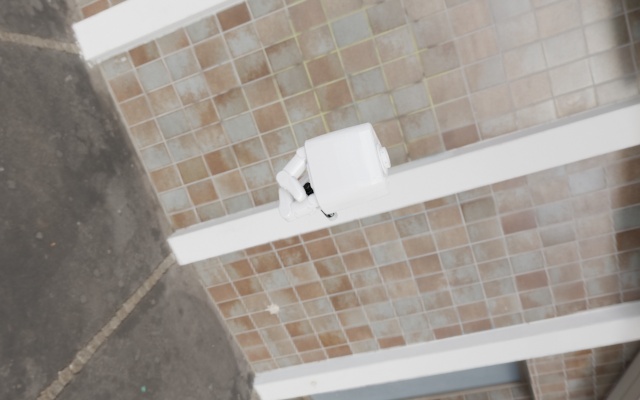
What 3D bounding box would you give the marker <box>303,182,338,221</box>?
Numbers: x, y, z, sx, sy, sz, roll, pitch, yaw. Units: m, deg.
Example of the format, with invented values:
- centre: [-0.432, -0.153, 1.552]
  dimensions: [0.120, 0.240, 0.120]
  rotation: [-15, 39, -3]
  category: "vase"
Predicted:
- centre: [0.000, 0.003, 0.772]
  dimensions: [0.020, 0.020, 0.121]
  rotation: [0, -24, 23]
  category: "marker"
